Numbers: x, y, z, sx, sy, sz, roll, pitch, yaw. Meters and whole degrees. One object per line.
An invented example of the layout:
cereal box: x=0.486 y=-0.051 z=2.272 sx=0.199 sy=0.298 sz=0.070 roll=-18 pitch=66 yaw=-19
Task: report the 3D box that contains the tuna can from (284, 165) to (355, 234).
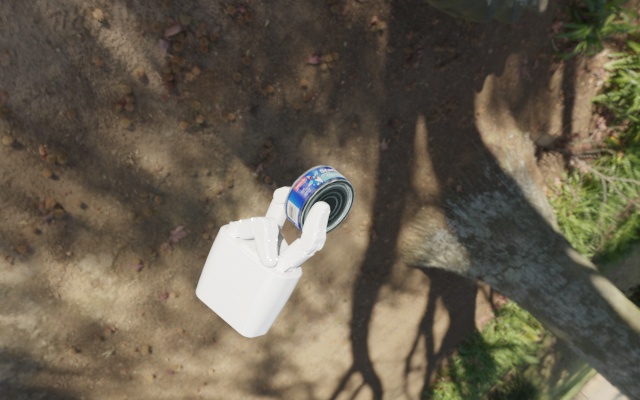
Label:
tuna can: x=0.000 y=0.002 z=0.585 sx=0.086 sy=0.086 sz=0.033 roll=0 pitch=31 yaw=-45
